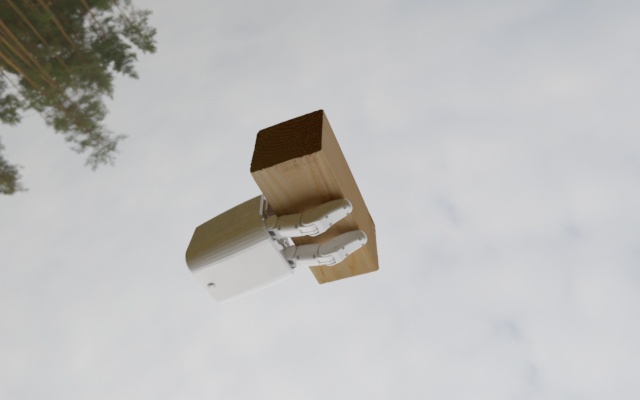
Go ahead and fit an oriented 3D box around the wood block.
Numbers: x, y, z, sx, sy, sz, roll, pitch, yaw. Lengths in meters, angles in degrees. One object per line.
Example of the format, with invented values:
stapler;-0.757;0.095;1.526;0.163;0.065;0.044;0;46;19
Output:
wood block;0.000;0.002;0.611;0.090;0.206;0.090;-16;39;14
